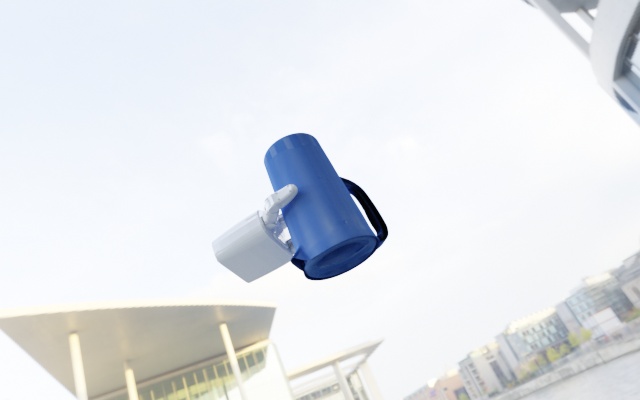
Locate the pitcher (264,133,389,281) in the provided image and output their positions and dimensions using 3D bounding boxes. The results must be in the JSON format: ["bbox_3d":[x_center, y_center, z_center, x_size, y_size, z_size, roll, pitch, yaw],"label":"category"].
[{"bbox_3d":[0.000,0.003,0.820,0.145,0.242,0.149,-33,-29,13],"label":"pitcher"}]
